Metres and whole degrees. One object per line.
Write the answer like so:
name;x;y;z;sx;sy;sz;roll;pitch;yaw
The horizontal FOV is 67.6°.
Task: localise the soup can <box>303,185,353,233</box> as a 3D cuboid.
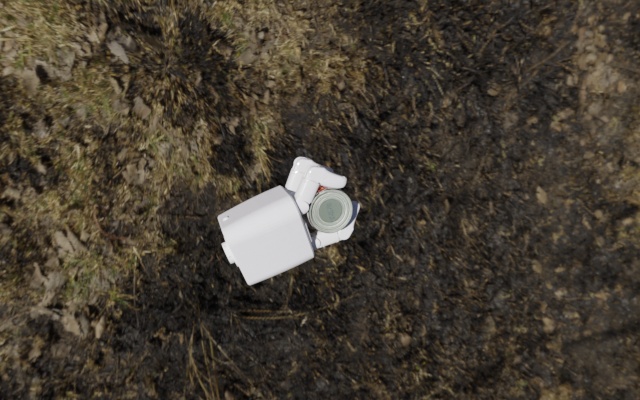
soup can;0.001;0.002;0.716;0.068;0.068;0.102;0;15;-18
